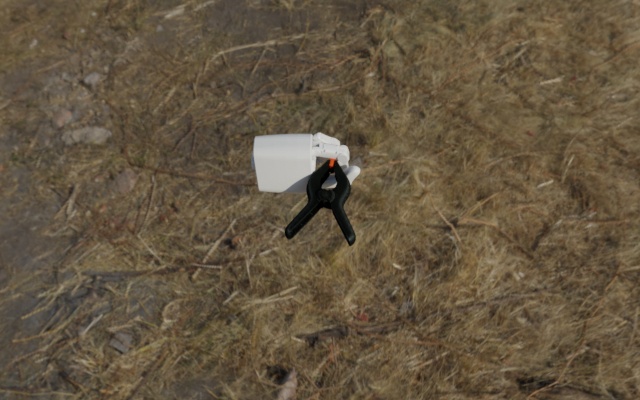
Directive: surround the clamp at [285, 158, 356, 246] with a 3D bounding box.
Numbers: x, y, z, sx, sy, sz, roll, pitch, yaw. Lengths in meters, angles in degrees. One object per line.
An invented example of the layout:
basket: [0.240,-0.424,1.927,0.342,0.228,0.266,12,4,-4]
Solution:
clamp: [0.000,0.002,0.837,0.120,0.171,0.039,1,-33,0]
